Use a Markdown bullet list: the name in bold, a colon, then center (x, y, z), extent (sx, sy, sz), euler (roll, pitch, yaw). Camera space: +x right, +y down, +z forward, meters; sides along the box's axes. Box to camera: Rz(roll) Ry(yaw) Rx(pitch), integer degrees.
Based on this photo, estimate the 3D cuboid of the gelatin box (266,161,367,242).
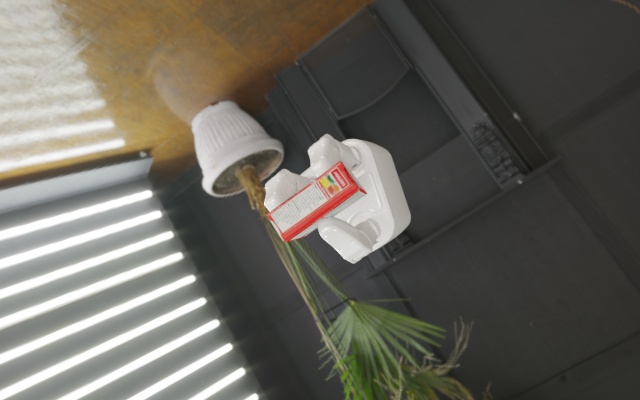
- **gelatin box**: center (0.000, 0.002, 0.410), extent (0.073, 0.030, 0.089), euler (-35, -6, 7)
